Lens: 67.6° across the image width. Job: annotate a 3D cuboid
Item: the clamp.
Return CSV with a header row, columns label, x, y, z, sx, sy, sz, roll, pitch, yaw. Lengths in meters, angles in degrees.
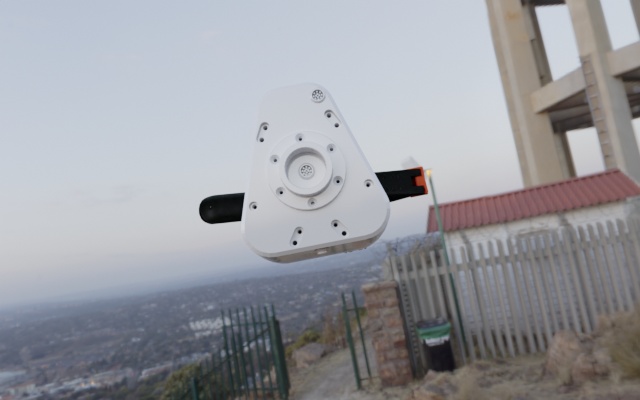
label,x,y,z,sx,sy,sz,roll,pitch,yaw
clamp,0.000,0.001,0.487,0.210,0.036,0.164,-10,-8,0
